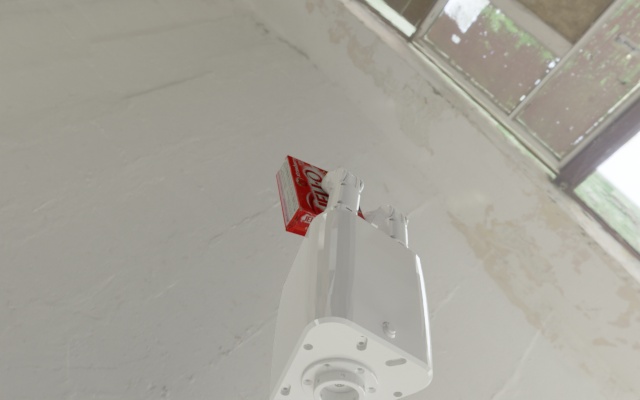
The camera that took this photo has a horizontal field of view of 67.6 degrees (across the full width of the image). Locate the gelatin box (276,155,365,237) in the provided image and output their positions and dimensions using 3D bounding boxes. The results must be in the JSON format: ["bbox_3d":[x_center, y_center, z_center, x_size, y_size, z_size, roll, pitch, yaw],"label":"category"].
[{"bbox_3d":[0.000,0.002,0.451,0.073,0.030,0.089,20,30,-25],"label":"gelatin box"}]
